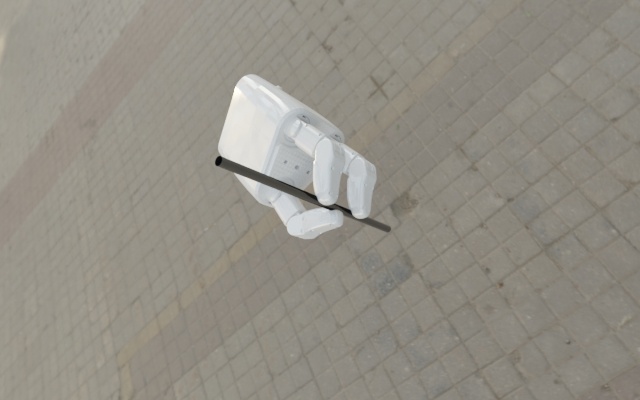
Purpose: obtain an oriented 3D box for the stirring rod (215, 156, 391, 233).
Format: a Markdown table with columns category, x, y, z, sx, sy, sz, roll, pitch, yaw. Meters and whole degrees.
| category | x | y | z | sx | sy | sz | roll | pitch | yaw |
| --- | --- | --- | --- | --- | --- | --- | --- | --- | --- |
| stirring rod | 0.000 | 0.001 | 0.437 | 0.011 | 0.011 | 0.239 | 0 | -15 | 40 |
